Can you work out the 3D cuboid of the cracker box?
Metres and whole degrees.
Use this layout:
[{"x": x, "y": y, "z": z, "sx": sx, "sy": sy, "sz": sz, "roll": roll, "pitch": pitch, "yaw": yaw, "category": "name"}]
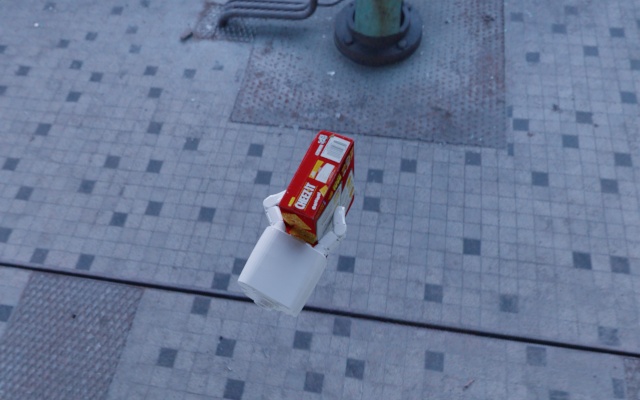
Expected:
[{"x": 0.000, "y": 0.003, "z": 0.860, "sx": 0.072, "sy": 0.164, "sz": 0.214, "roll": 21, "pitch": -25, "yaw": 14, "category": "cracker box"}]
